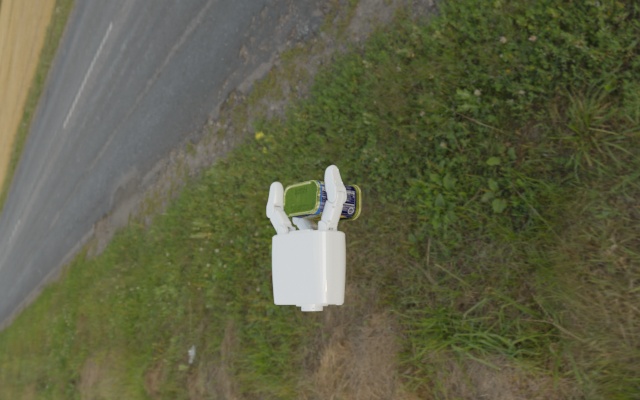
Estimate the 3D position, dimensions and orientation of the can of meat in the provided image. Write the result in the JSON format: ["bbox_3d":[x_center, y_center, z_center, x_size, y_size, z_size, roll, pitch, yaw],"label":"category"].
[{"bbox_3d":[0.000,0.002,0.760,0.084,0.057,0.102,8,-11,-36],"label":"can of meat"}]
